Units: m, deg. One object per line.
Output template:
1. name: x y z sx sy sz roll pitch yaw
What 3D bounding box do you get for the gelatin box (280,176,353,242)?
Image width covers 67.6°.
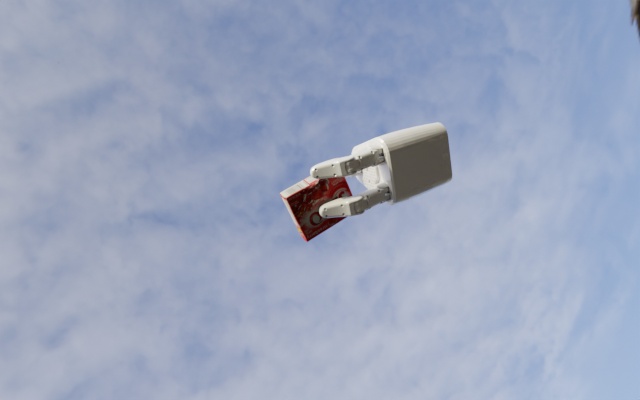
1. gelatin box: 0.000 0.002 0.655 0.089 0.073 0.030 -30 26 -13
